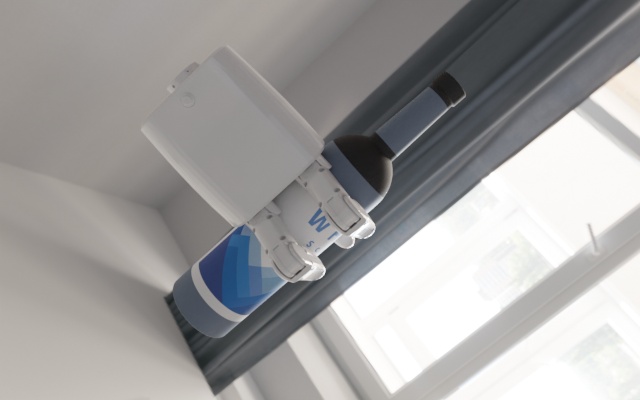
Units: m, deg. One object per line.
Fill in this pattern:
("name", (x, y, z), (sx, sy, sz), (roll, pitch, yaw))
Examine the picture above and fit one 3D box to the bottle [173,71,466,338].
("bottle", (0.000, 0.002, 0.411), (0.296, 0.069, 0.069), (-41, -8, 9))
